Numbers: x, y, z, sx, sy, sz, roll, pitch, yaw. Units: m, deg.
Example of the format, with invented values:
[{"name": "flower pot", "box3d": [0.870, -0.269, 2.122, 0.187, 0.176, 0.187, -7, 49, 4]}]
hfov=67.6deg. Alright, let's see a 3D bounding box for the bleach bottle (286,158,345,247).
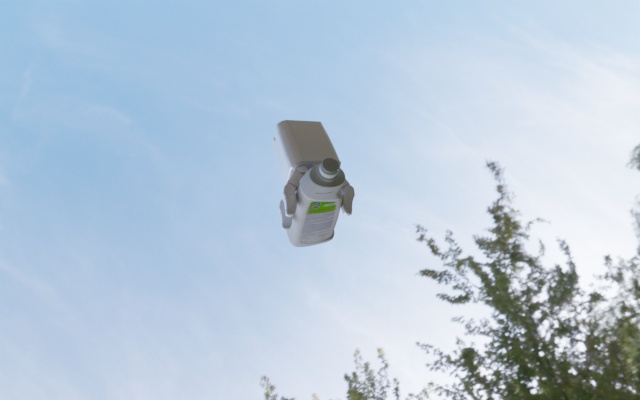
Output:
[{"name": "bleach bottle", "box3d": [0.000, 0.003, 0.884, 0.102, 0.068, 0.251, -12, -27, -19]}]
